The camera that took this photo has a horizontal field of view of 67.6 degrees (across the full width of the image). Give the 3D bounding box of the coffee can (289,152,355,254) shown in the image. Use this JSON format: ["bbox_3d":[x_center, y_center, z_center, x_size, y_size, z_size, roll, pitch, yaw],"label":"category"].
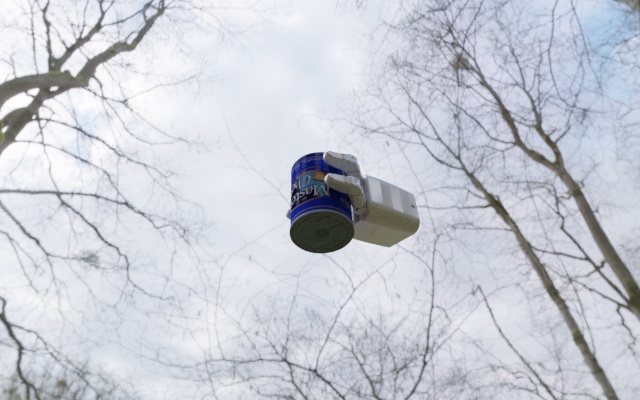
[{"bbox_3d":[0.000,0.003,0.798,0.103,0.140,0.103,-1,-44,-1],"label":"coffee can"}]
